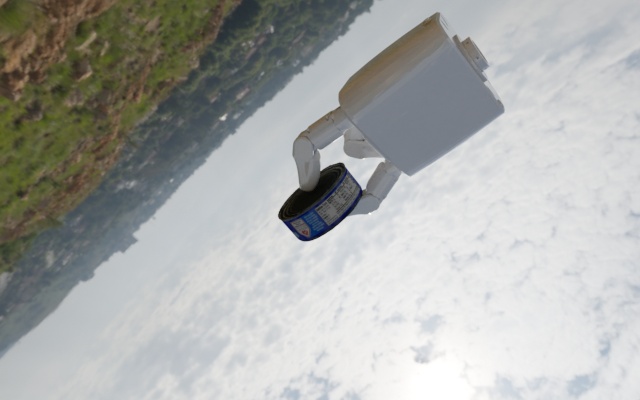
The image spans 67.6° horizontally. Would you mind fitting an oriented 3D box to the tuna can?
[{"bbox_3d":[0.000,0.002,0.484,0.086,0.034,0.086,-36,17,13],"label":"tuna can"}]
